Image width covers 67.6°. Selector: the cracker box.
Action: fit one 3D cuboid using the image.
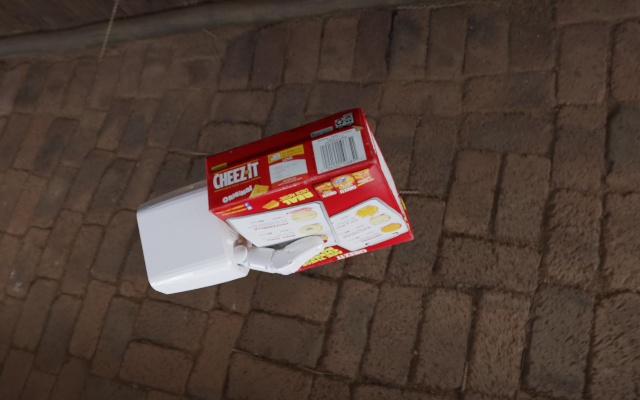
[{"bbox_3d":[0.000,0.002,0.526,0.164,0.072,0.214,-17,-27,13],"label":"cracker box"}]
